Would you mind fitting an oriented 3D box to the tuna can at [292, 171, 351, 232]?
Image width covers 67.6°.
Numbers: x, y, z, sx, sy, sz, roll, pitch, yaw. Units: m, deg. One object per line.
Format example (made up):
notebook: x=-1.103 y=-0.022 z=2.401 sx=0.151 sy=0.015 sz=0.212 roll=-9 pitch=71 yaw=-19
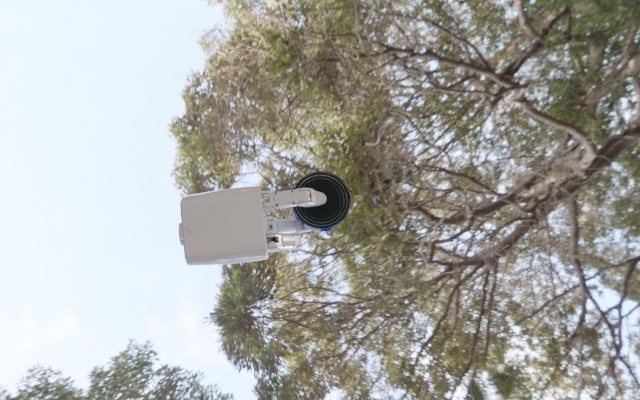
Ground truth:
tuna can: x=0.000 y=0.002 z=0.702 sx=0.086 sy=0.086 sz=0.034 roll=0 pitch=-12 yaw=-3
